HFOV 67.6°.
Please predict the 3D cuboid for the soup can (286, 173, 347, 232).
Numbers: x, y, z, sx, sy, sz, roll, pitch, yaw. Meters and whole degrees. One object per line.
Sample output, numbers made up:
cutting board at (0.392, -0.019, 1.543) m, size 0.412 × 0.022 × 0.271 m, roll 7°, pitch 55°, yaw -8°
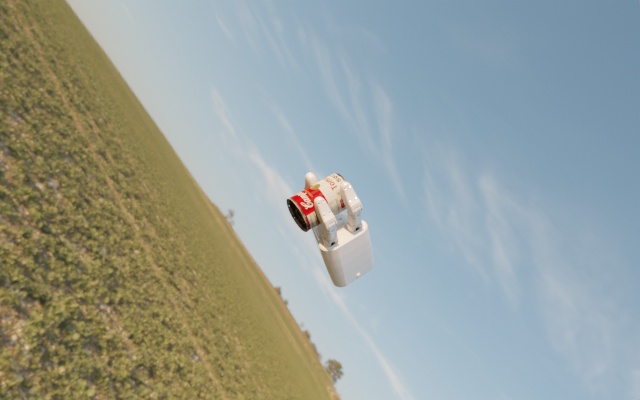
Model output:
soup can at (0.000, 0.002, 0.852) m, size 0.102 × 0.068 × 0.068 m, roll -29°, pitch 10°, yaw -18°
